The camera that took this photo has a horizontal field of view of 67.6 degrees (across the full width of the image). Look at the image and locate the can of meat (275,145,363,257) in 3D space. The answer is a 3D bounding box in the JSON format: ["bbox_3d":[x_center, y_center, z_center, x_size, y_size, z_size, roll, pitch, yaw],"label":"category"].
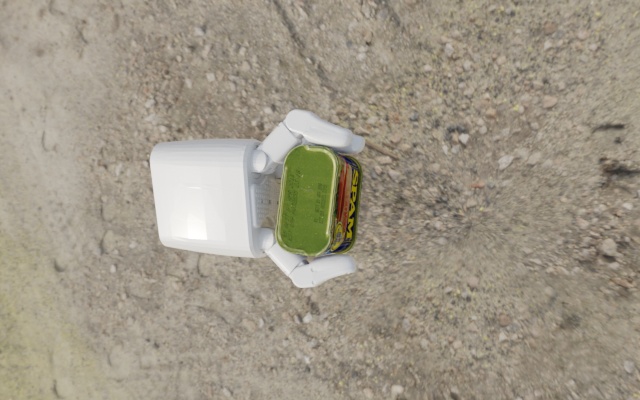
[{"bbox_3d":[0.000,0.002,0.450,0.057,0.102,0.084,6,-1,18],"label":"can of meat"}]
